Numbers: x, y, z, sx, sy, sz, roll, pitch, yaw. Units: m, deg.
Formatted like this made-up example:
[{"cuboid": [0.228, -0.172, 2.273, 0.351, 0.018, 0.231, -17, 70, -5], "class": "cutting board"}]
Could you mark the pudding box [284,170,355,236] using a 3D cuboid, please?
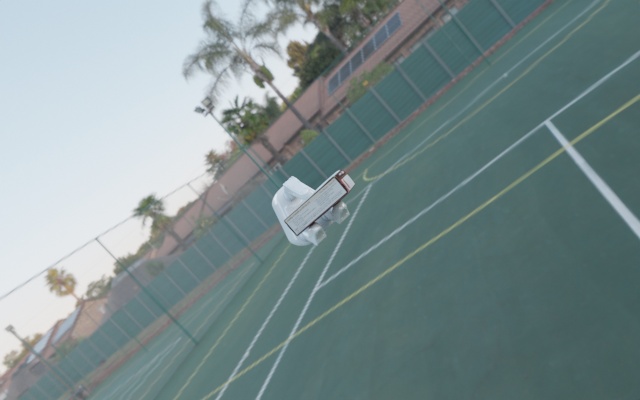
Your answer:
[{"cuboid": [0.000, 0.002, 0.773, 0.113, 0.039, 0.090, -43, 1, 14], "class": "pudding box"}]
